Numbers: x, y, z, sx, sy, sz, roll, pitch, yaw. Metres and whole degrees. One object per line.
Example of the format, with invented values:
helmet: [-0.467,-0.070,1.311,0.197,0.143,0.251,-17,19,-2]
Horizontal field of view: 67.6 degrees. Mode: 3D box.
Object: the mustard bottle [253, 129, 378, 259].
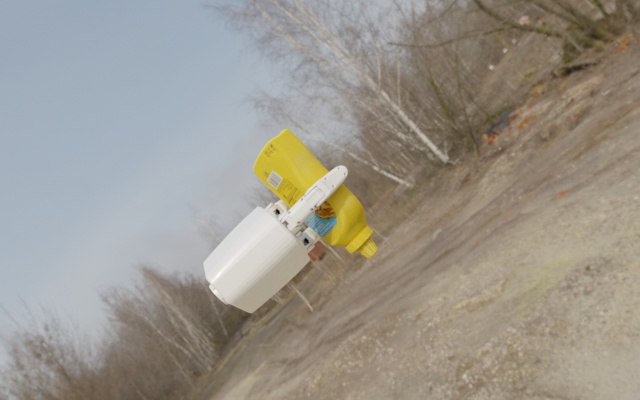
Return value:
mustard bottle: [0.000,0.002,0.616,0.058,0.191,0.096,-43,-3,-32]
